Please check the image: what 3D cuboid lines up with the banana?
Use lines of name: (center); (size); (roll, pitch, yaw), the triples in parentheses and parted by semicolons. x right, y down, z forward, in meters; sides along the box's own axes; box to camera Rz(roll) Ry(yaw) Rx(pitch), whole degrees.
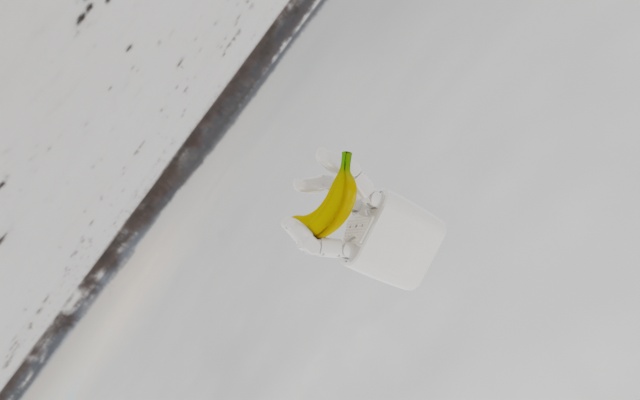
banana: (0.001, 0.017, 0.625); (0.037, 0.069, 0.198); (15, -33, -21)
